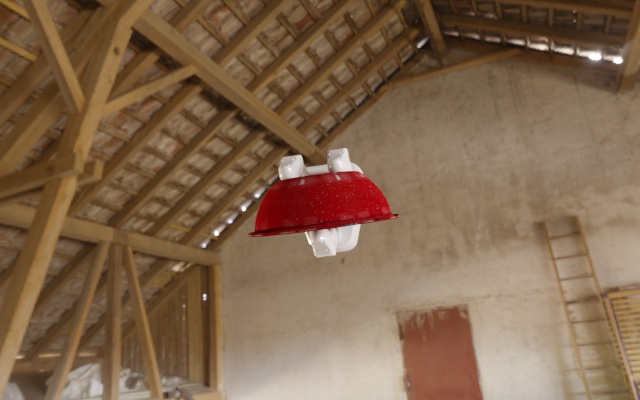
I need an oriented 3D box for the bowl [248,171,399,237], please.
[{"bbox_3d":[0.000,0.001,0.511,0.162,0.055,0.162,-7,-1,0],"label":"bowl"}]
